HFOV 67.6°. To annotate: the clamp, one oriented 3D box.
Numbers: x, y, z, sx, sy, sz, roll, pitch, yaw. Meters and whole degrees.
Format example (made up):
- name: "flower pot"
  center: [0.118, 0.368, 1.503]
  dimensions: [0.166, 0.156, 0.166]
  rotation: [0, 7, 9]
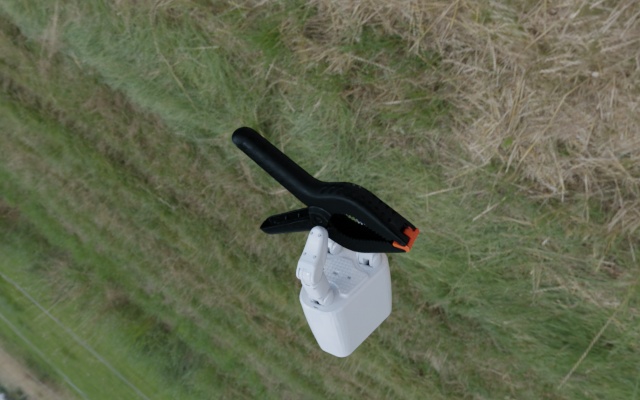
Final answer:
- name: "clamp"
  center: [0.000, 0.003, 0.507]
  dimensions: [0.210, 0.036, 0.165]
  rotation: [15, -37, 28]
